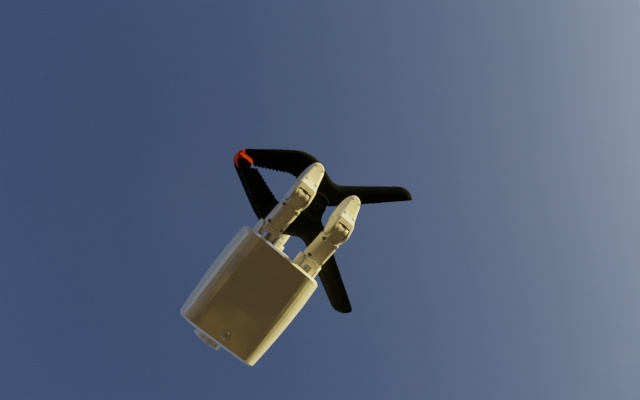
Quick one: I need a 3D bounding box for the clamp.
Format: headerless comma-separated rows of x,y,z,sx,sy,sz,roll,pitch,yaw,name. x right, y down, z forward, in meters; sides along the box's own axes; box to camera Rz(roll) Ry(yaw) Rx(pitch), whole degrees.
-0.001,0.002,0.535,0.210,0.164,0.036,42,-17,-14,clamp
